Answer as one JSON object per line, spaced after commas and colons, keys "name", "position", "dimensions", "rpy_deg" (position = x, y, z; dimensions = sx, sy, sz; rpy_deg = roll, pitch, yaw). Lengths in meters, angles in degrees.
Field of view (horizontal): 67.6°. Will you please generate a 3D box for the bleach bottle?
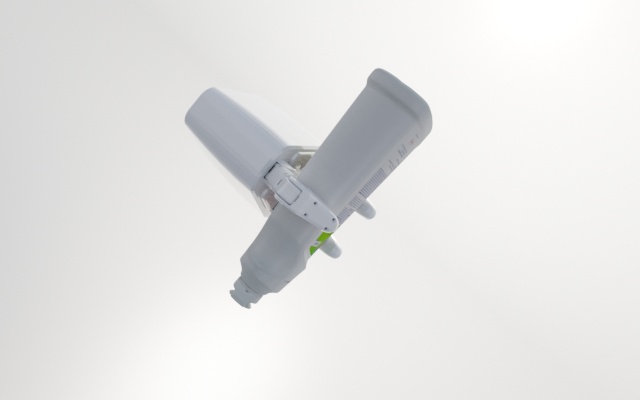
{"name": "bleach bottle", "position": [0.000, 0.001, 0.454], "dimensions": [0.068, 0.251, 0.102], "rpy_deg": [42, 4, 16]}
